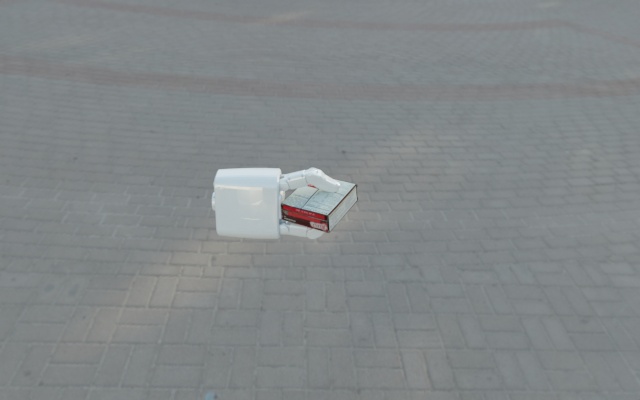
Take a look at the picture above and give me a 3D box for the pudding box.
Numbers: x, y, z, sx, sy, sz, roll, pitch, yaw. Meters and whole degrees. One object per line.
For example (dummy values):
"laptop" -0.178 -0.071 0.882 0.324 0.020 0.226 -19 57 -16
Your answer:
"pudding box" 0.000 0.002 0.801 0.090 0.039 0.113 15 38 25
